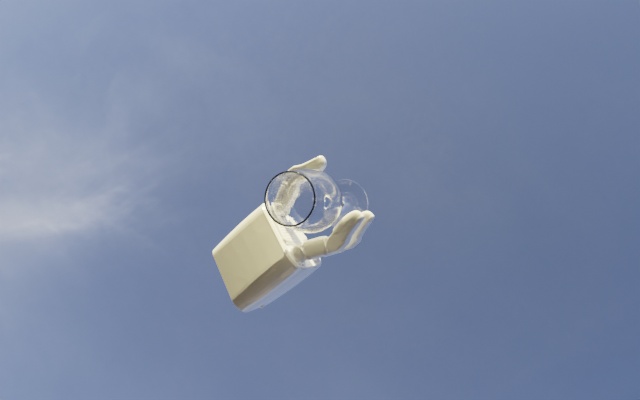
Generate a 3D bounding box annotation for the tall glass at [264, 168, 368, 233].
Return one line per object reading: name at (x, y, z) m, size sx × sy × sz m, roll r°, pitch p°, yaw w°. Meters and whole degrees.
tall glass at (0.000, 0.002, 0.614) m, size 0.079 × 0.079 × 0.201 m, roll 0°, pitch -3°, yaw 20°
